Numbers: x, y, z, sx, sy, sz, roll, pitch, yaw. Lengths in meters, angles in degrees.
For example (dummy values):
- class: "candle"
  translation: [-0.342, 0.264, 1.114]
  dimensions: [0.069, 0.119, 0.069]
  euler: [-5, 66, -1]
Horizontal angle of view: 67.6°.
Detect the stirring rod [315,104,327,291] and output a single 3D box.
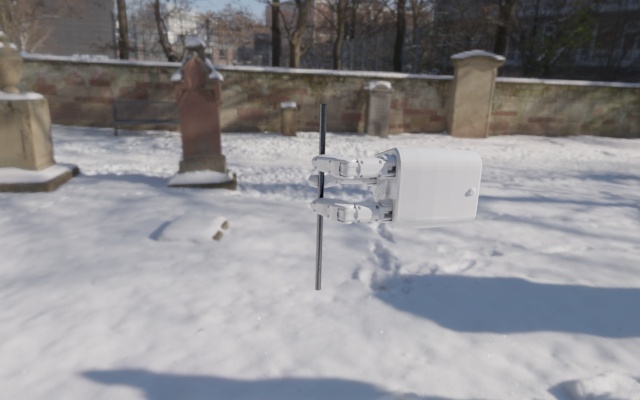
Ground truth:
- class: "stirring rod"
  translation: [0.000, 0.002, 0.597]
  dimensions: [0.011, 0.239, 0.011]
  euler: [2, 17, 0]
